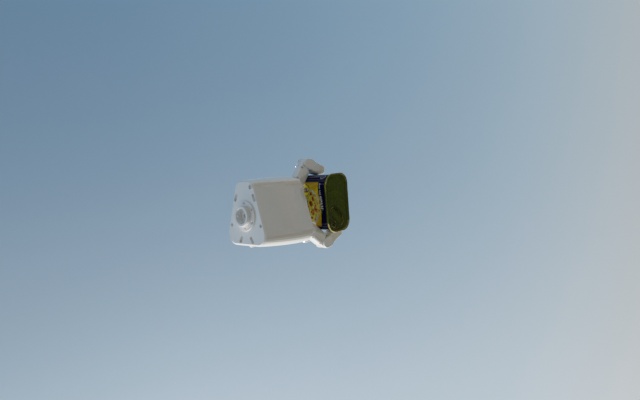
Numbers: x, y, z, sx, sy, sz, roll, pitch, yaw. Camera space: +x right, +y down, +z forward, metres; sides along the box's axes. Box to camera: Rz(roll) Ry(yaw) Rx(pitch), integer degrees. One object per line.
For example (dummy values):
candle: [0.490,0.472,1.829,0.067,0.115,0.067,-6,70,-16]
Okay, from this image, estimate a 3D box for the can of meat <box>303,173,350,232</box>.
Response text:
can of meat: [0.000,0.003,0.853,0.084,0.102,0.057,1,8,42]
